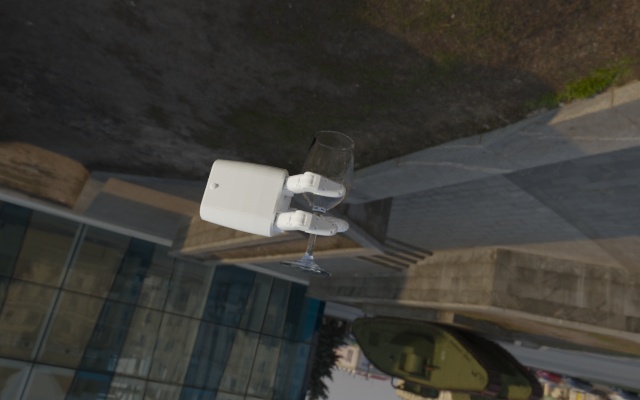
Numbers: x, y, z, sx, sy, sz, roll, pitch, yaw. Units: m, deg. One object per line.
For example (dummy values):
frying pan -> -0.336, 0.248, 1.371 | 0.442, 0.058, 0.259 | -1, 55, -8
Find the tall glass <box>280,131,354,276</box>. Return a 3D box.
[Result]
tall glass -> 0.000, 0.003, 0.692 | 0.079, 0.201, 0.079 | 12, -16, 3
